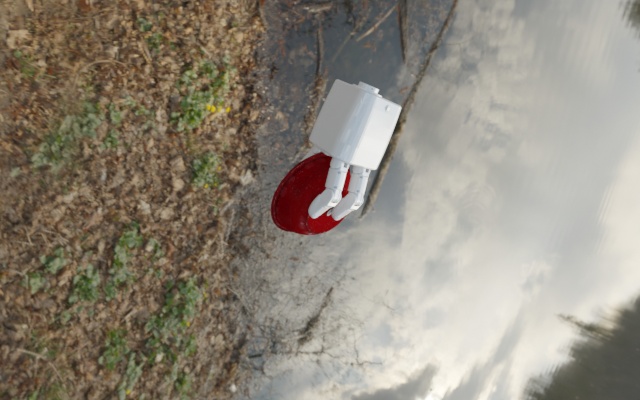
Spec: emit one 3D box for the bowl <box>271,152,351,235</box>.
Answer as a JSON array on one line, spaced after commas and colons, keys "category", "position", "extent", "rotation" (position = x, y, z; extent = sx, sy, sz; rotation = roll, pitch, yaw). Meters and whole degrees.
[{"category": "bowl", "position": [0.000, 0.004, 0.787], "extent": [0.162, 0.162, 0.055], "rotation": [0, 35, -45]}]
